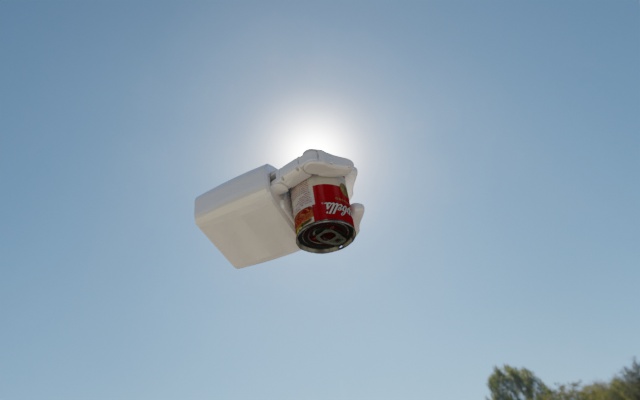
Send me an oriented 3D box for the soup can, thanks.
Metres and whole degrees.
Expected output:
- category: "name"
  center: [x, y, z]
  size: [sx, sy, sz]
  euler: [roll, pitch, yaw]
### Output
- category: "soup can"
  center: [0.000, 0.001, 0.559]
  size: [0.068, 0.102, 0.069]
  euler: [-6, -36, -4]
